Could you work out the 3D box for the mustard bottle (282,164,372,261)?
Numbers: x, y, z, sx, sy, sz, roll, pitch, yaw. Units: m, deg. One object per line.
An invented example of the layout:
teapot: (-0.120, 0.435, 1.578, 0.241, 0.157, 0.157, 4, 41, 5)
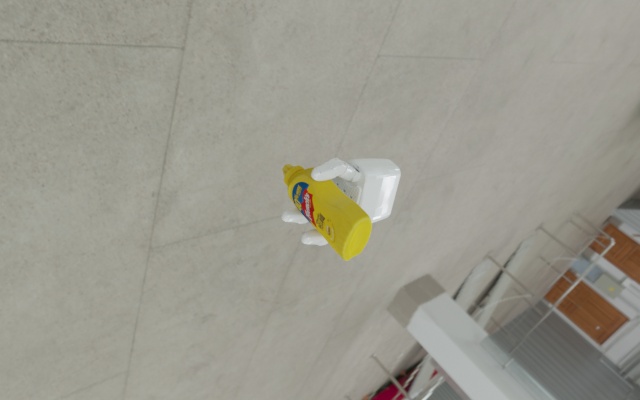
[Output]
mustard bottle: (0.000, 0.003, 0.772, 0.058, 0.096, 0.191, -28, 56, -26)
